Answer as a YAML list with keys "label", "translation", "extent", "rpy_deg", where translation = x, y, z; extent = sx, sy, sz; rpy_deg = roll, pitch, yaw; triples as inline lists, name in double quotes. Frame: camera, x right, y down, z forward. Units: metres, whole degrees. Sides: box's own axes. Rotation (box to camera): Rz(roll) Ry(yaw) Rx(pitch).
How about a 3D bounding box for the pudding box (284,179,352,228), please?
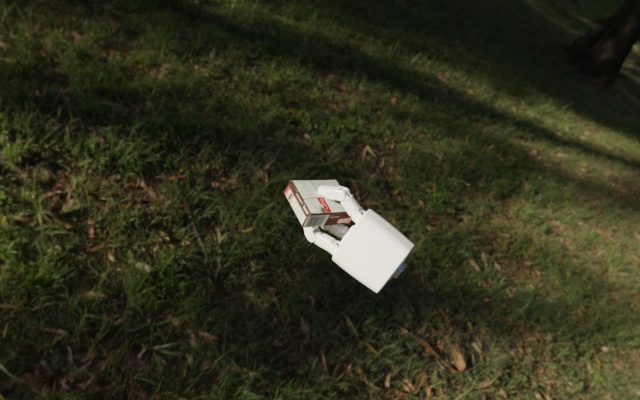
- label: "pudding box"
  translation: [0.000, 0.003, 0.900]
  extent: [0.113, 0.090, 0.039]
  rpy_deg: [-1, -43, -38]
